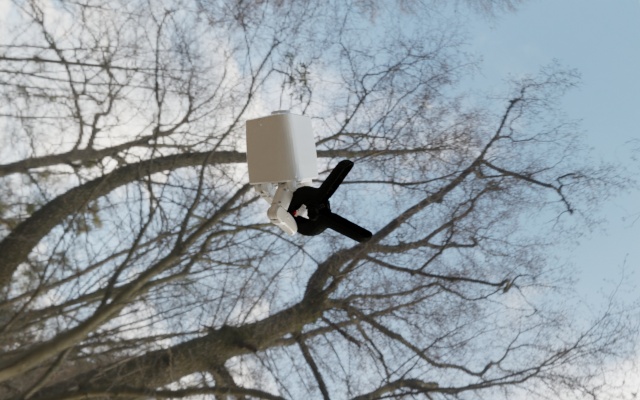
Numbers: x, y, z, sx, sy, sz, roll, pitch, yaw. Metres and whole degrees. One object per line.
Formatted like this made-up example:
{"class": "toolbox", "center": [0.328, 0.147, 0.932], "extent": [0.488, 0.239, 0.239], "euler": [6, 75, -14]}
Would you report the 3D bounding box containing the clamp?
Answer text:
{"class": "clamp", "center": [0.000, 0.002, 0.722], "extent": [0.171, 0.120, 0.039], "euler": [-2, 4, 40]}
